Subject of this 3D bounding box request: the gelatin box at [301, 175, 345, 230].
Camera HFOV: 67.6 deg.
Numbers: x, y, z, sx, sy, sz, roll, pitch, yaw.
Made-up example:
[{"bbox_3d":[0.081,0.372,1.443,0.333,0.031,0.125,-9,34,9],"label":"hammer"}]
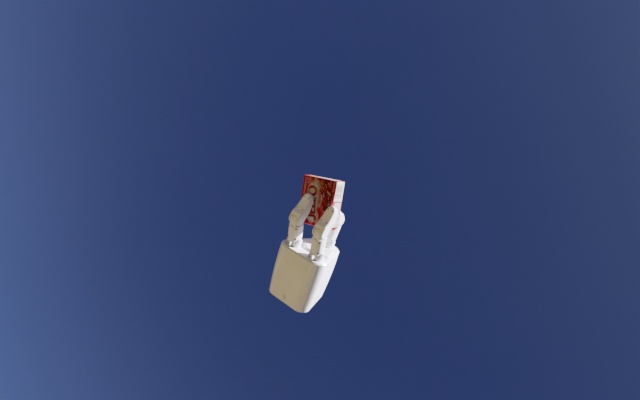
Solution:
[{"bbox_3d":[0.000,0.002,0.861,0.073,0.089,0.030,13,8,34],"label":"gelatin box"}]
